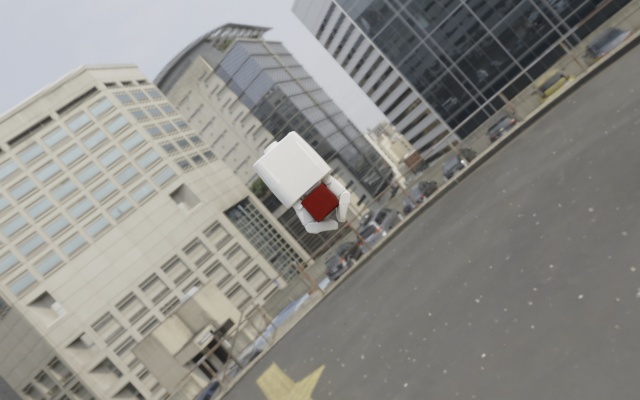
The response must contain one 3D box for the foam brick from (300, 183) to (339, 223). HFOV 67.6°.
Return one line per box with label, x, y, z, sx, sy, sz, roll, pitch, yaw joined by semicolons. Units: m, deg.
foam brick;0.000;0.003;0.897;0.053;0.051;0.078;-42;2;5
